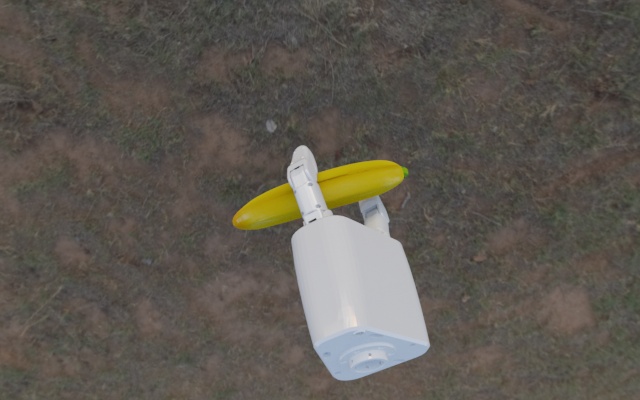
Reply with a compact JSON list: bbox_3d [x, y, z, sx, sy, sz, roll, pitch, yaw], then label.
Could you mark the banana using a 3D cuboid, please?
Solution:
[{"bbox_3d":[0.003,-0.005,0.486,0.198,0.037,0.070,-15,-17,-4],"label":"banana"}]
